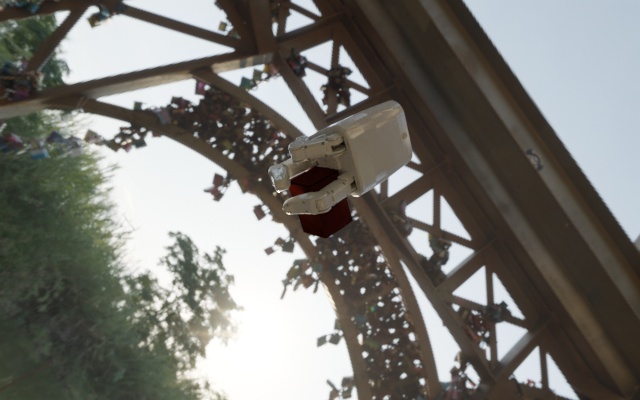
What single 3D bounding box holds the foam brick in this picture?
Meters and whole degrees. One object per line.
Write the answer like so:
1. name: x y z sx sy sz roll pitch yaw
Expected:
1. foam brick: 0.000 0.002 0.633 0.051 0.078 0.053 -31 27 -30
